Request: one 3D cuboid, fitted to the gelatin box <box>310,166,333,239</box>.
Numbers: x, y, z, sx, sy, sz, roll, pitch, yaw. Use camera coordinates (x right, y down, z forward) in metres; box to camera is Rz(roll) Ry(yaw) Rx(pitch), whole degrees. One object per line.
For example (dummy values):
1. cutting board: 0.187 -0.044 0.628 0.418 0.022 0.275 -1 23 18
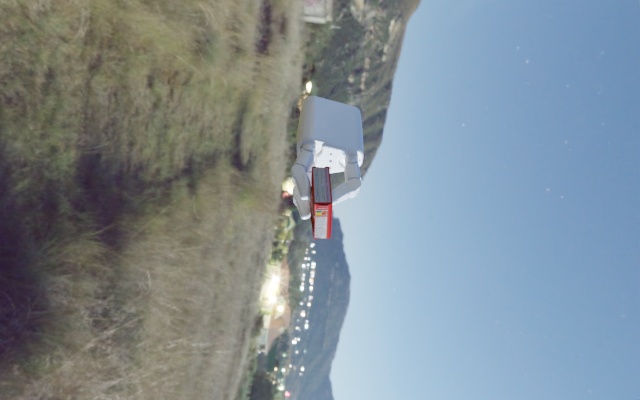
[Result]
1. gelatin box: 0.001 0.003 0.729 0.030 0.073 0.089 -1 42 -4
